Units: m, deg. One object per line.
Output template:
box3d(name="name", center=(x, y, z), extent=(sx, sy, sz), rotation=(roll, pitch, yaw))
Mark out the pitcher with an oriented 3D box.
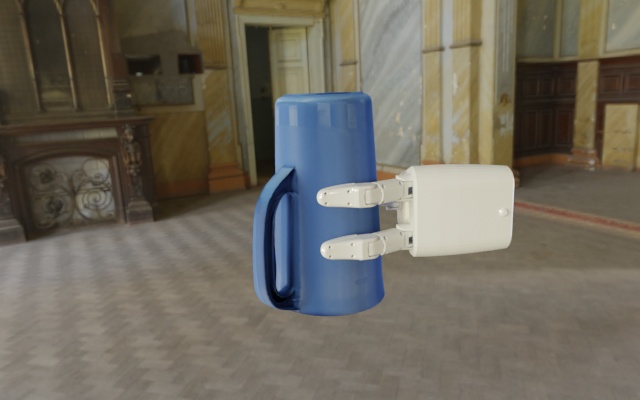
box3d(name="pitcher", center=(0.000, 0.002, 0.546), extent=(0.145, 0.243, 0.149), rotation=(-2, 12, 1))
